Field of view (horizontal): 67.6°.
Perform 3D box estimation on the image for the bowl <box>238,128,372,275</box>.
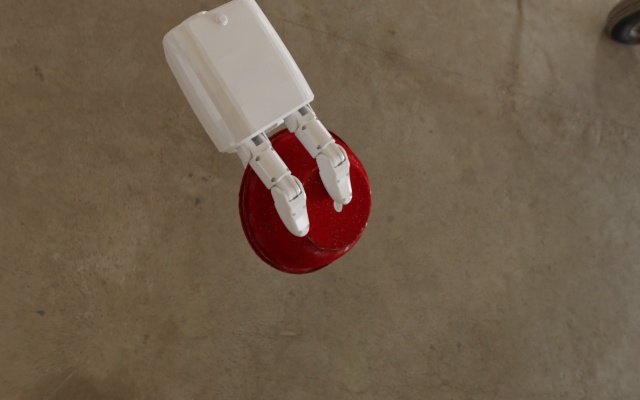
[{"bbox_3d":[0.001,0.003,0.493,0.162,0.162,0.055,0,5,-36],"label":"bowl"}]
